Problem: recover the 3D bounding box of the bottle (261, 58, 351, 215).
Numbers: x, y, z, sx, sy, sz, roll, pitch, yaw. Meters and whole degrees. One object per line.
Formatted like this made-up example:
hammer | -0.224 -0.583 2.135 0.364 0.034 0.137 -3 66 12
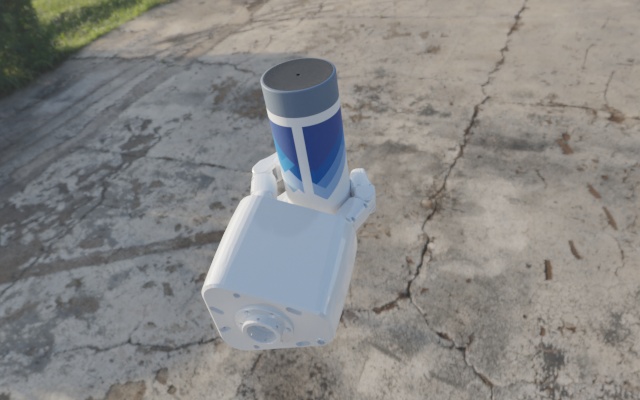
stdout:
bottle | 0.000 0.001 0.508 0.069 0.296 0.069 -6 40 5
